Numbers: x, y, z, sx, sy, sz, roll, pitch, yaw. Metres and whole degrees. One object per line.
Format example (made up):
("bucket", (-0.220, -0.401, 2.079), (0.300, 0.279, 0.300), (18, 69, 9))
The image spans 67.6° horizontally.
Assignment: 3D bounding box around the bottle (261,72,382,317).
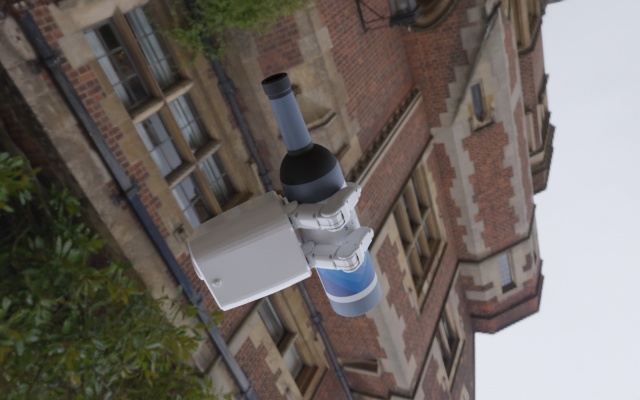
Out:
("bottle", (0.000, 0.002, 0.534), (0.069, 0.296, 0.069), (-16, 29, 9))
